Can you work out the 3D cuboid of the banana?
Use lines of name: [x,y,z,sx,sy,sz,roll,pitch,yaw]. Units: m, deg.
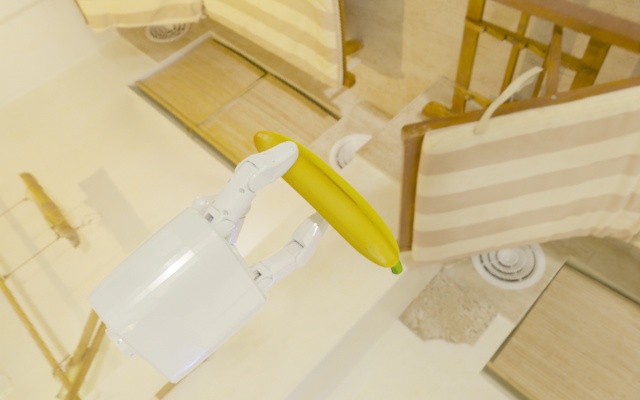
banana: [0.006,-0.002,0.441,0.037,0.198,0.070,-43,-6,-19]
